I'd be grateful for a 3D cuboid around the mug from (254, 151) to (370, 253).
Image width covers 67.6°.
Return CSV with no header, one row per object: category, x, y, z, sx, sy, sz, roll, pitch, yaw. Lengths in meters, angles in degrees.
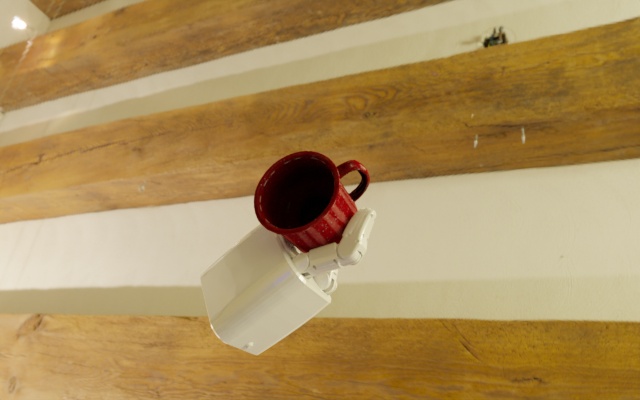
mug,0.001,0.001,0.498,0.117,0.093,0.081,-37,-36,3
